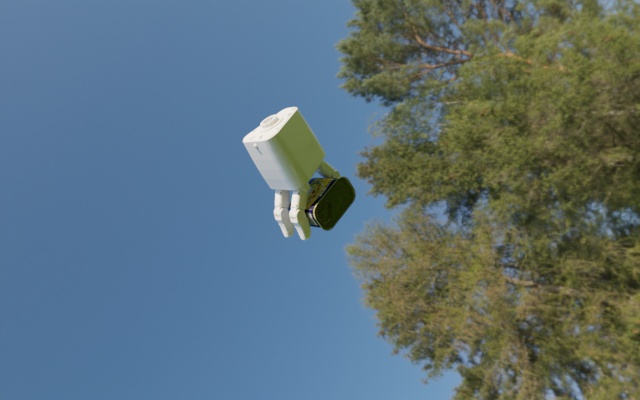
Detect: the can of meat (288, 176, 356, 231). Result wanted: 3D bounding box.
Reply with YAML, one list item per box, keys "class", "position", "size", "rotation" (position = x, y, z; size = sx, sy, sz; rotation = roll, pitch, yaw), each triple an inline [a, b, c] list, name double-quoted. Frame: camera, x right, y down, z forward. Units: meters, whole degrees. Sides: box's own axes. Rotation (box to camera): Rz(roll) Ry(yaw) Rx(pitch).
- class: "can of meat"
  position: [0.000, 0.003, 0.871]
  size: [0.084, 0.057, 0.102]
  rotation: [5, 48, 49]
